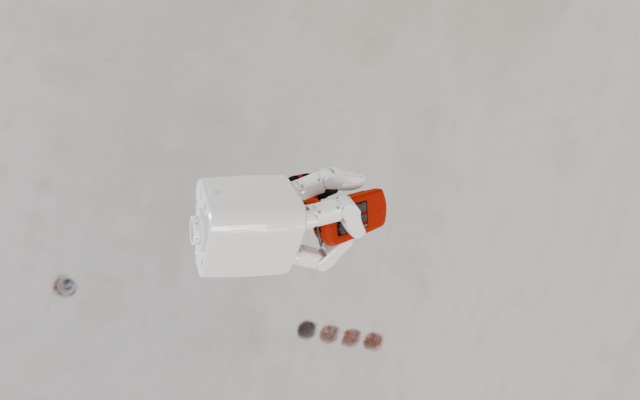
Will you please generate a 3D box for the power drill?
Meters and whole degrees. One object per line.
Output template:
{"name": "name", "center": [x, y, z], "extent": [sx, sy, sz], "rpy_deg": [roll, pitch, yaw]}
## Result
{"name": "power drill", "center": [0.000, 0.002, 0.665], "extent": [0.184, 0.057, 0.187], "rpy_deg": [-20, 20, -35]}
